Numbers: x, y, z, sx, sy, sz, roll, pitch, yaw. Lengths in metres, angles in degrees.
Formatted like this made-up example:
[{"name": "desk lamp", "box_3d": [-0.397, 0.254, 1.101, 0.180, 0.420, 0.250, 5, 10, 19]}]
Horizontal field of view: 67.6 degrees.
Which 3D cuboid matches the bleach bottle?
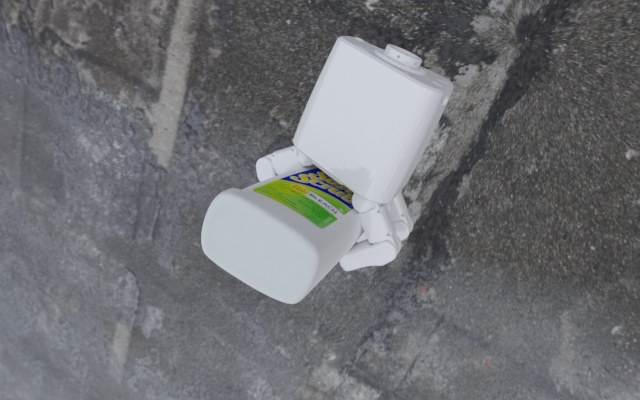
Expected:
[{"name": "bleach bottle", "box_3d": [0.000, 0.002, 0.464, 0.102, 0.068, 0.250, 30, 26, 12]}]
